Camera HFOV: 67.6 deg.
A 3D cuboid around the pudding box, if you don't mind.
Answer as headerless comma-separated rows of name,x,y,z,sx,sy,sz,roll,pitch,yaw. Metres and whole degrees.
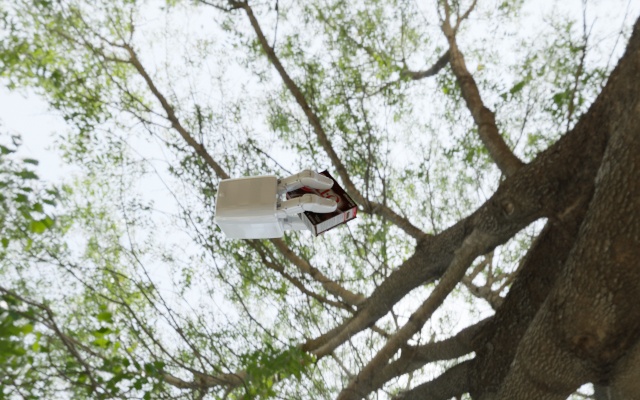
pudding box,0.000,0.003,0.854,0.090,0.039,0.113,-25,53,-18
